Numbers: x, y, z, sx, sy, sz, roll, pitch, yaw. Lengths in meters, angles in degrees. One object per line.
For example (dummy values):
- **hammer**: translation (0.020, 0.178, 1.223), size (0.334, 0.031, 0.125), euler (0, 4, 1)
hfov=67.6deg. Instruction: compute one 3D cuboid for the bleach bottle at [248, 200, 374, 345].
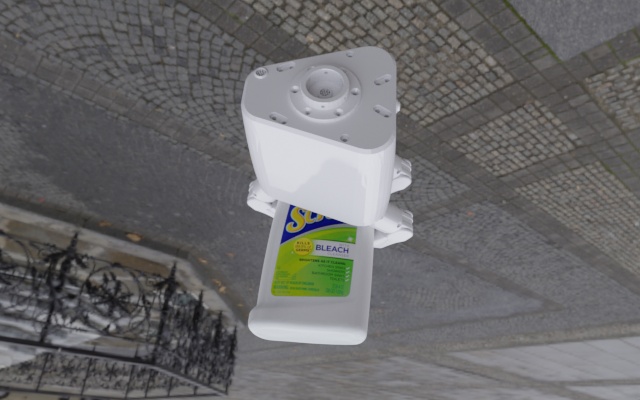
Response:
- **bleach bottle**: translation (0.000, 0.002, 0.451), size (0.102, 0.250, 0.068), euler (2, -27, 5)
